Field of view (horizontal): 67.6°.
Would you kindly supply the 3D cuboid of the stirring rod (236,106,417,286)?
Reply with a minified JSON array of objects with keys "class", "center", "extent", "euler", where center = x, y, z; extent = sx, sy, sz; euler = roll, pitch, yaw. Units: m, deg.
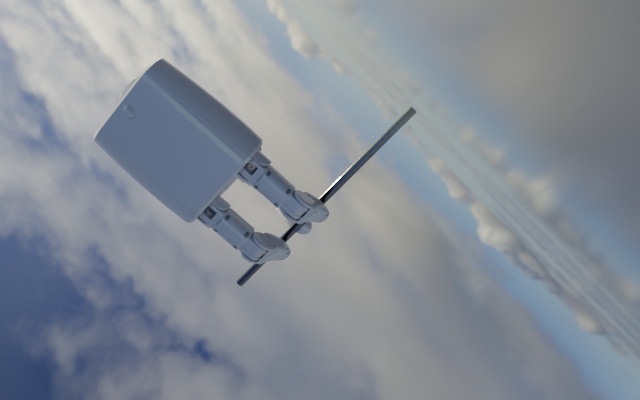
[{"class":"stirring rod","center":[0.000,0.001,0.452],"extent":[0.239,0.011,0.011],"euler":[-45,-15,15]}]
